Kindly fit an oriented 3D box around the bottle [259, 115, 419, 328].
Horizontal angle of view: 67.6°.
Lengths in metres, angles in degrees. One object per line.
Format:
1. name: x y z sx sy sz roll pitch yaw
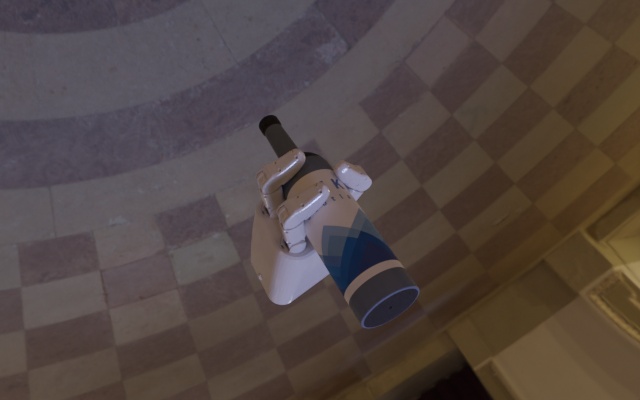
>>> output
1. bottle: 0.000 0.002 0.541 0.069 0.069 0.295 0 44 -40
